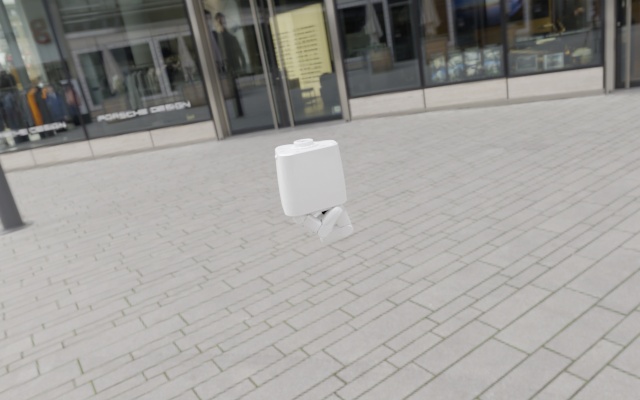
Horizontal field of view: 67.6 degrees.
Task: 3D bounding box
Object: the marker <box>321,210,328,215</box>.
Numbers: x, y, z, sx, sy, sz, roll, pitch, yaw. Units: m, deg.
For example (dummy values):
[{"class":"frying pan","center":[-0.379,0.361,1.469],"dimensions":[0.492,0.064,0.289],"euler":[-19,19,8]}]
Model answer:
[{"class":"marker","center":[0.000,0.003,0.883],"dimensions":[0.020,0.020,0.121],"euler":[0,15,-11]}]
